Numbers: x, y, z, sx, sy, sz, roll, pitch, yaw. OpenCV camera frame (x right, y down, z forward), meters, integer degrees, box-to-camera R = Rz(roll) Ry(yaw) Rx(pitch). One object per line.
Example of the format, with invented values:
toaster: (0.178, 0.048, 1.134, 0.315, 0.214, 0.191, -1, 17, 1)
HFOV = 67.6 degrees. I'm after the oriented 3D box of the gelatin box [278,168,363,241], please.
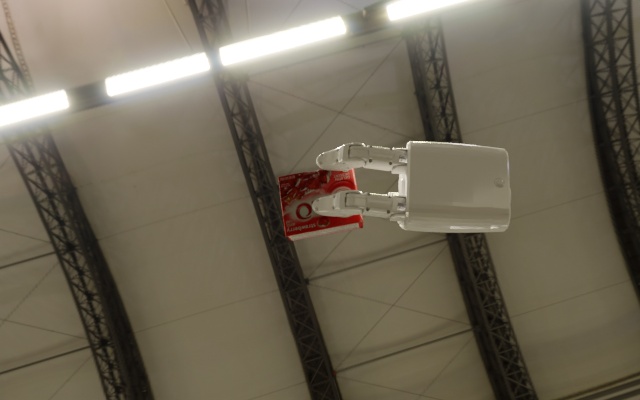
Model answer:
gelatin box: (0.000, 0.002, 0.551, 0.089, 0.073, 0.030, -11, -18, 6)
